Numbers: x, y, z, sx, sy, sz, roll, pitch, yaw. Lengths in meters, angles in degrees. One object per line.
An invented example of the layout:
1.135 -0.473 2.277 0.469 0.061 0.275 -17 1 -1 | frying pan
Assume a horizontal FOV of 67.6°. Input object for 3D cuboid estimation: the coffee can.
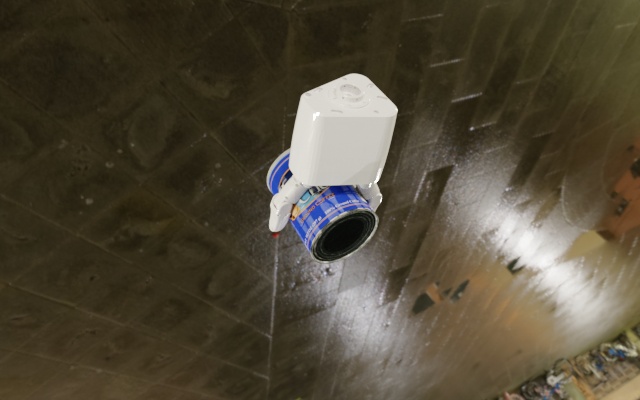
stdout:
0.000 0.002 0.665 0.103 0.103 0.140 0 42 -40 | coffee can
